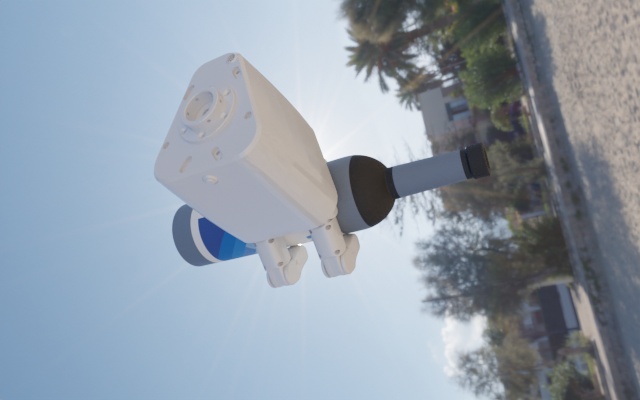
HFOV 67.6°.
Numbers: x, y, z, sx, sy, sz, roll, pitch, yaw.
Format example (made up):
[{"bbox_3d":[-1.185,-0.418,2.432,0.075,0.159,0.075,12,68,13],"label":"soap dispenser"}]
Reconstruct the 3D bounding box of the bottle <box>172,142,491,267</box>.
[{"bbox_3d":[0.000,0.002,0.434,0.296,0.069,0.069,-15,-6,24],"label":"bottle"}]
